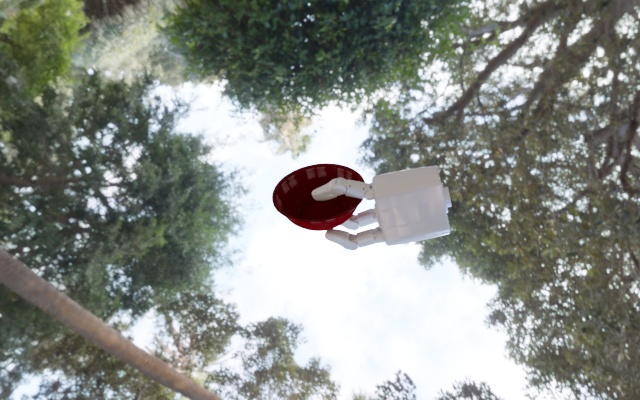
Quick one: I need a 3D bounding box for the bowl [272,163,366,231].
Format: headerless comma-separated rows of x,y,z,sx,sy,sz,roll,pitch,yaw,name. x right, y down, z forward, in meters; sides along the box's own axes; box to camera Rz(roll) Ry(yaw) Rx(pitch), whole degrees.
-0.001,0.003,0.821,0.162,0.055,0.162,-5,39,4,bowl
